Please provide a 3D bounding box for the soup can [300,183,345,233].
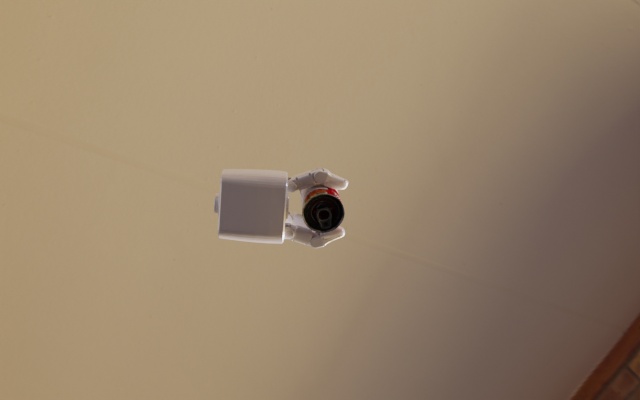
[{"bbox_3d":[0.001,0.002,0.804,0.068,0.068,0.102,0,22,-6],"label":"soup can"}]
